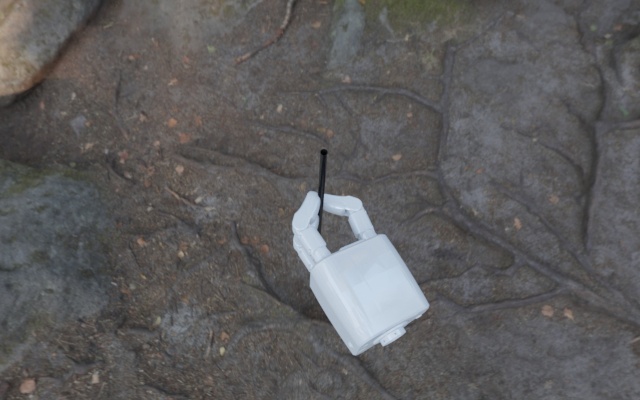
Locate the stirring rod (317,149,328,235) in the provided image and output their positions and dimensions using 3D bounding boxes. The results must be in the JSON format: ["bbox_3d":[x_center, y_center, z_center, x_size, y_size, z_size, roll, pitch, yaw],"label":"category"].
[{"bbox_3d":[0.000,0.002,0.620,0.011,0.011,0.240,0,-27,-2],"label":"stirring rod"}]
